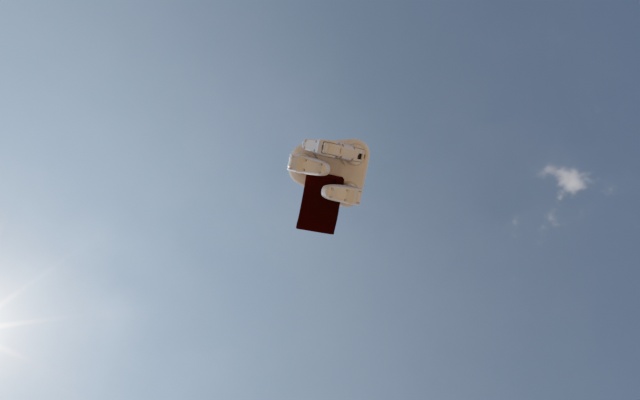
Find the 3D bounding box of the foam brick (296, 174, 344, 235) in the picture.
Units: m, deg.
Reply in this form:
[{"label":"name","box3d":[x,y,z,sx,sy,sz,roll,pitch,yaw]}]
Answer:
[{"label":"foam brick","box3d":[0.000,0.002,0.651,0.053,0.078,0.051,11,5,-1]}]
